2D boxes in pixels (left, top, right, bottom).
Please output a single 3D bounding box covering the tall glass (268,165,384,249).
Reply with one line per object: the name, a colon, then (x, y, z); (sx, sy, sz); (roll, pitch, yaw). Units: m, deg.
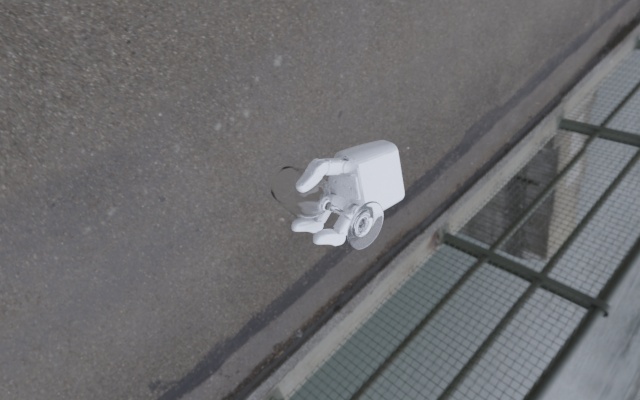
tall glass: (0.000, 0.003, 0.750); (0.079, 0.079, 0.201); (0, 20, -45)
